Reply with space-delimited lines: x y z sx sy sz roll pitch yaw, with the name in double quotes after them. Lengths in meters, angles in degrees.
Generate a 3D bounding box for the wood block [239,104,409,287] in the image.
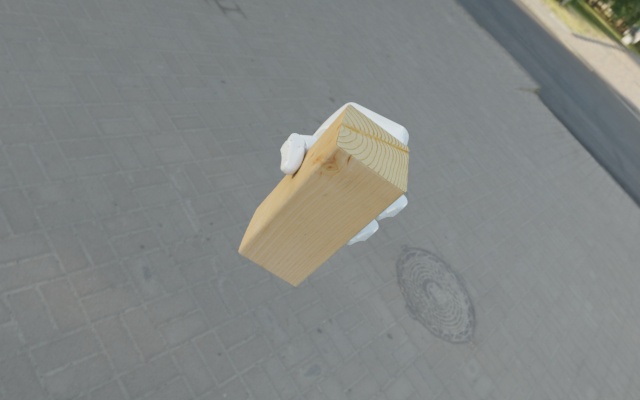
0.000 0.001 0.563 0.091 0.090 0.206 34 -52 -14 "wood block"
